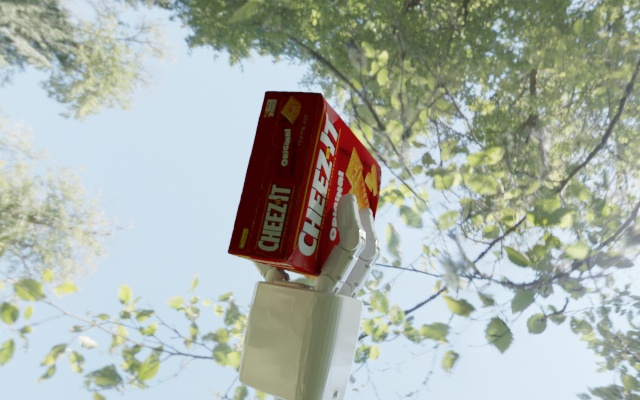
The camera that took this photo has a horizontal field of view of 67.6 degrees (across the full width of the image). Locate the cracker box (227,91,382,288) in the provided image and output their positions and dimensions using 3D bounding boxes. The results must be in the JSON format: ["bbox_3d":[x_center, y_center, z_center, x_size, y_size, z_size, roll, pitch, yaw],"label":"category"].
[{"bbox_3d":[0.000,0.002,0.527,0.072,0.164,0.214,5,-13,24],"label":"cracker box"}]
